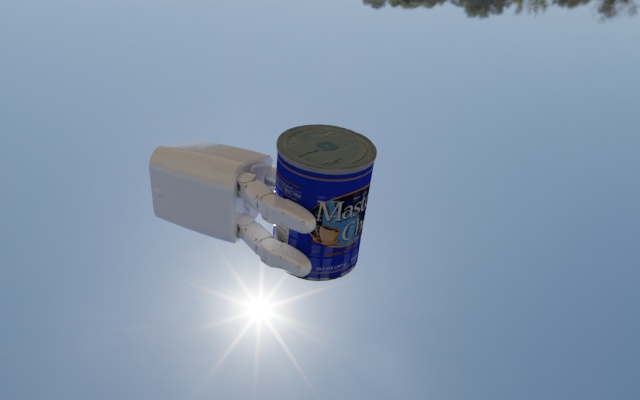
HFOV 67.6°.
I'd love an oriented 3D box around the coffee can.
[{"bbox_3d":[0.000,0.002,0.522,0.103,0.140,0.102,5,32,-3],"label":"coffee can"}]
